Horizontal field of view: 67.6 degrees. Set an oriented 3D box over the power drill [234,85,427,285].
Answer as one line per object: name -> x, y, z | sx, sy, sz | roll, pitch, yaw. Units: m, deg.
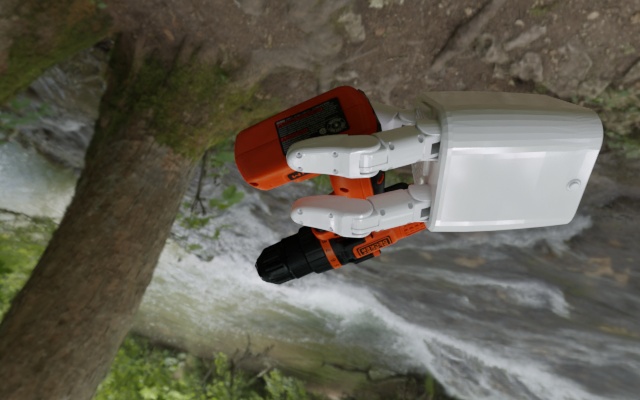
power drill -> 0.000, 0.001, 0.414 | 0.184, 0.057, 0.188 | -24, -34, 5
